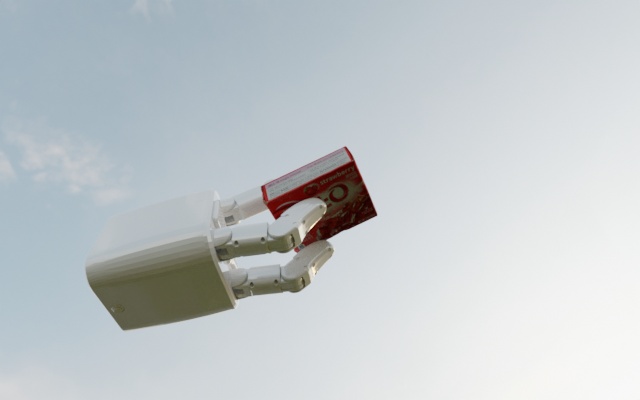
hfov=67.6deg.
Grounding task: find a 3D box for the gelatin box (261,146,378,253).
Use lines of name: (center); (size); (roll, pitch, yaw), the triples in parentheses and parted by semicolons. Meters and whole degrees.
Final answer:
gelatin box: (0.000, 0.001, 0.444); (0.089, 0.073, 0.030); (-26, 39, 3)
